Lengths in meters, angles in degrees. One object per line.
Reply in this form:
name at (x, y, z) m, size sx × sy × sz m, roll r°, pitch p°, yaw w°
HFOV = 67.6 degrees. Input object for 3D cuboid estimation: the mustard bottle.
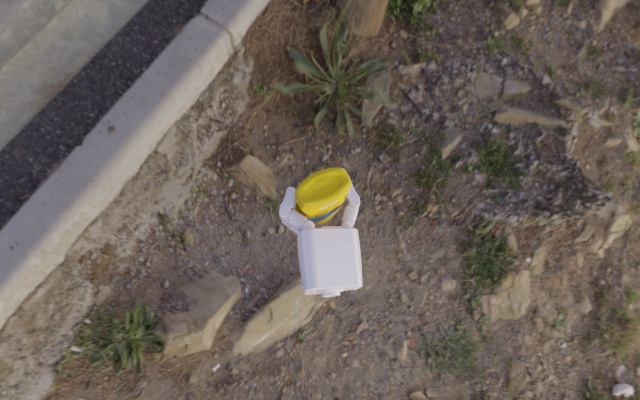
mustard bottle at (0.000, 0.002, 0.876) m, size 0.096 × 0.058 × 0.192 m, roll -28°, pitch -13°, yaw -11°
